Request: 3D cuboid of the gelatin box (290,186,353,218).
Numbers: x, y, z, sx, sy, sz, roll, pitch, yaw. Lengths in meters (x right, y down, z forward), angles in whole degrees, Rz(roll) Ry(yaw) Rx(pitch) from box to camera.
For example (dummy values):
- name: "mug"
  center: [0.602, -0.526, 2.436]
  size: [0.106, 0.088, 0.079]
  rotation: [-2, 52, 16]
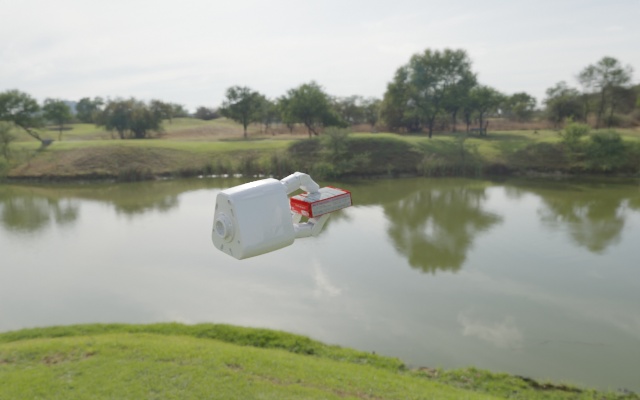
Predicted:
- name: "gelatin box"
  center: [0.000, 0.002, 0.854]
  size: [0.089, 0.030, 0.073]
  rotation: [-17, 17, -28]
